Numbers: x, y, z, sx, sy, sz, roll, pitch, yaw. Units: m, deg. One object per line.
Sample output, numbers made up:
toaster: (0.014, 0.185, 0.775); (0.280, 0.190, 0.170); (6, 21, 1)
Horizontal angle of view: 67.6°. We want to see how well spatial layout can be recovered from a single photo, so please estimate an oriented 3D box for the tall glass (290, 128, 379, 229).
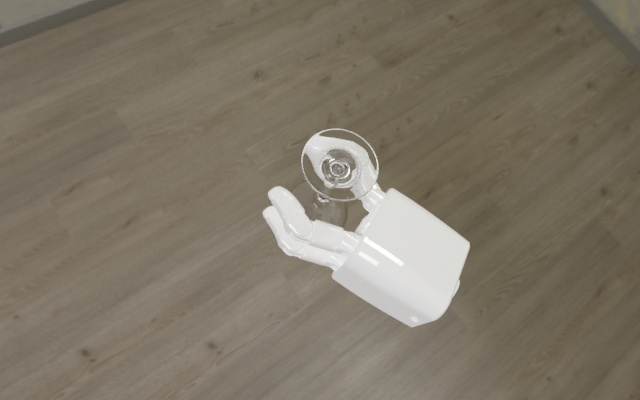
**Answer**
tall glass: (0.000, 0.001, 0.531); (0.079, 0.079, 0.201); (0, -21, -12)
